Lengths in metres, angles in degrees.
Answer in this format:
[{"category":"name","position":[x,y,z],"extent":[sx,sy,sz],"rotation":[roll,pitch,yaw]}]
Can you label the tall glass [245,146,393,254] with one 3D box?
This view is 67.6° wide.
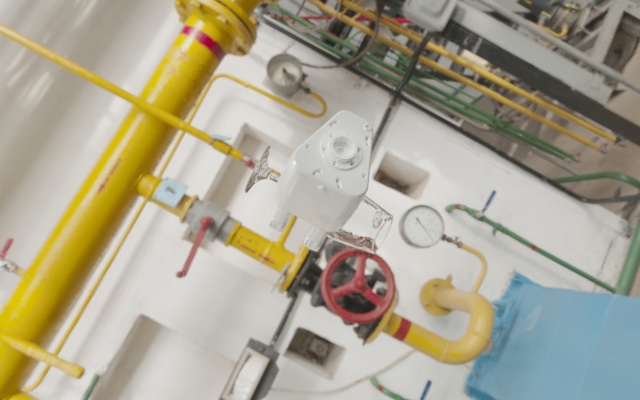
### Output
[{"category":"tall glass","position":[-0.001,0.002,0.671],"extent":[0.201,0.079,0.079],"rotation":[28,-1,-2]}]
